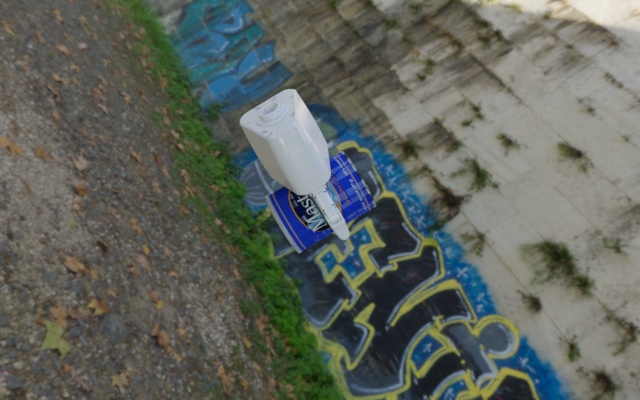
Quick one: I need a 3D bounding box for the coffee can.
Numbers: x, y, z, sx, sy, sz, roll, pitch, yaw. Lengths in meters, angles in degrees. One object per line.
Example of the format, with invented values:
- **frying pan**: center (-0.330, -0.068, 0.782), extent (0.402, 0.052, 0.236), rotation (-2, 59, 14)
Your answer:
- **coffee can**: center (0.000, 0.003, 0.740), extent (0.140, 0.103, 0.103), rotation (-31, 0, 0)
